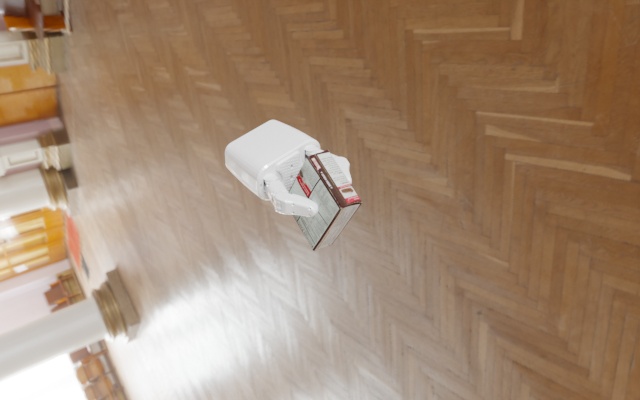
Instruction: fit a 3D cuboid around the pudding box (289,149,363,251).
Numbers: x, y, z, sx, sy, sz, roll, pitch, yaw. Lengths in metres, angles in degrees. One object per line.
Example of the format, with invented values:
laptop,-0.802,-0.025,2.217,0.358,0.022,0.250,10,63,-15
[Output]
pudding box,0.000,0.002,0.645,0.039,0.090,0.114,-19,-24,-31
